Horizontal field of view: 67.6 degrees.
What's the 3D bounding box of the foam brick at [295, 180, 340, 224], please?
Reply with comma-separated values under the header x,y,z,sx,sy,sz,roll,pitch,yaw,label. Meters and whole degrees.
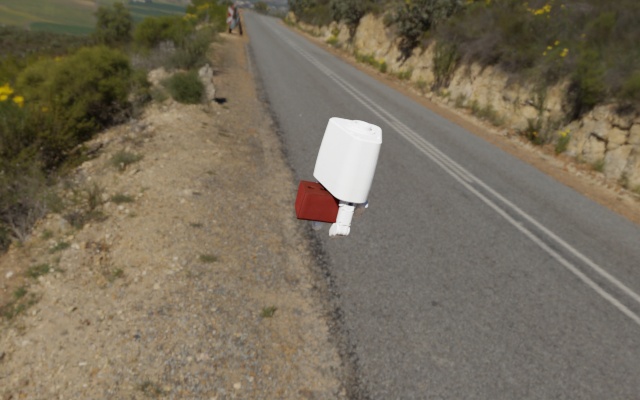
x,y,z,sx,sy,sz,roll,pitch,yaw,label
0.000,0.003,0.807,0.078,0.051,0.053,8,25,-15,foam brick
